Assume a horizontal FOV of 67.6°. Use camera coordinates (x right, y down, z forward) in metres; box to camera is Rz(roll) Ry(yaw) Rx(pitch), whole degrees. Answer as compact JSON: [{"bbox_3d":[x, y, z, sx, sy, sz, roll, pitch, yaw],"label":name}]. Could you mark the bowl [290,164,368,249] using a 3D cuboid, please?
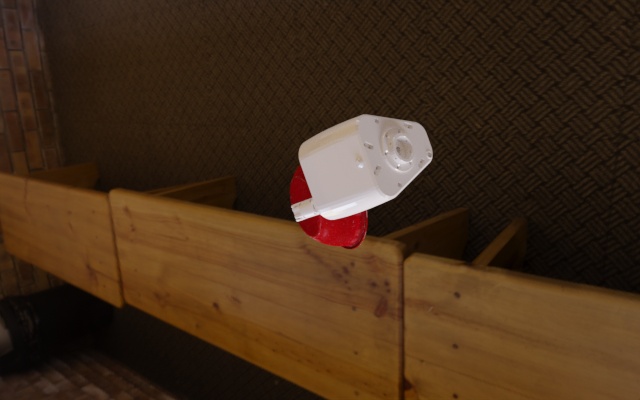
[{"bbox_3d":[-0.001,0.003,0.696,0.055,0.162,0.162,-18,8,-25],"label":"bowl"}]
